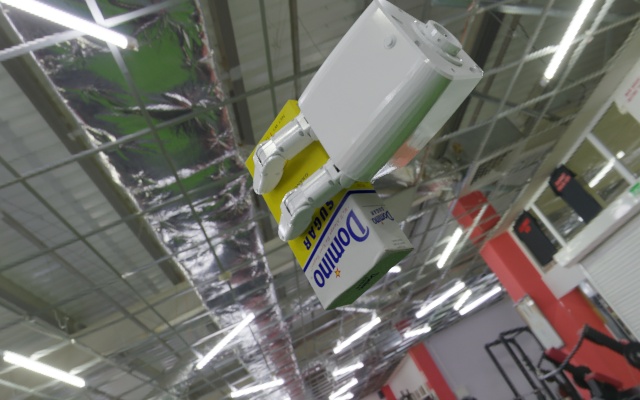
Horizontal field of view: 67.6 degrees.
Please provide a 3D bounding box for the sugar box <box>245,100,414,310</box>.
[{"bbox_3d":[0.000,0.001,0.444,0.048,0.176,0.093,0,-39,-45],"label":"sugar box"}]
